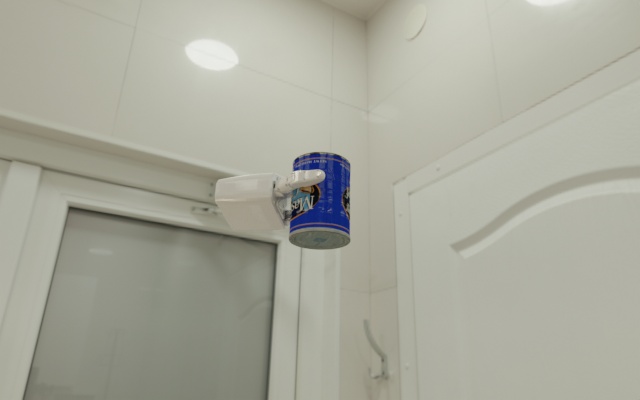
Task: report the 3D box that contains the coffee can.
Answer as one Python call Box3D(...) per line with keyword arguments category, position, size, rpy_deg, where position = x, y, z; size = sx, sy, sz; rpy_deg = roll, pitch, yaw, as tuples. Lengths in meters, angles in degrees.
Box3D(category="coffee can", position=(0.000, 0.003, 0.814), size=(0.103, 0.140, 0.103), rpy_deg=(1, -22, 1))
